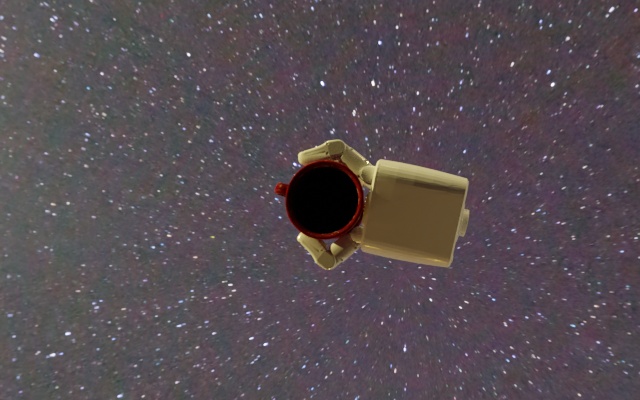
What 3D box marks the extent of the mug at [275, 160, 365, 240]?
[{"bbox_3d":[-0.001,0.002,0.592,0.117,0.093,0.081,13,-6,13],"label":"mug"}]
